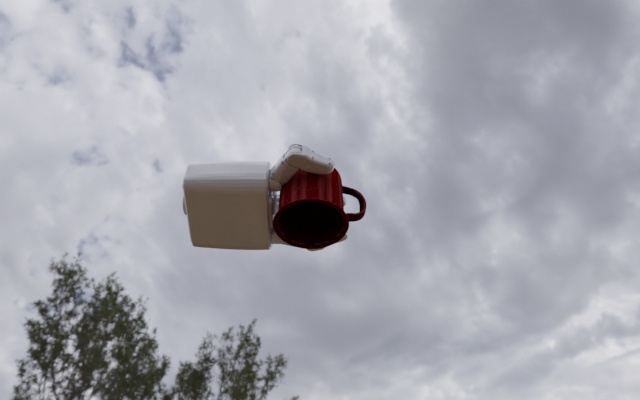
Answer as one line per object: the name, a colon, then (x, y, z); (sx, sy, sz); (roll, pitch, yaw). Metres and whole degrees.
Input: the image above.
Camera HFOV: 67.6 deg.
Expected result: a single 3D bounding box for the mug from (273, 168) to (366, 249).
mug: (0.002, 0.002, 0.609); (0.117, 0.081, 0.093); (1, -44, -1)
